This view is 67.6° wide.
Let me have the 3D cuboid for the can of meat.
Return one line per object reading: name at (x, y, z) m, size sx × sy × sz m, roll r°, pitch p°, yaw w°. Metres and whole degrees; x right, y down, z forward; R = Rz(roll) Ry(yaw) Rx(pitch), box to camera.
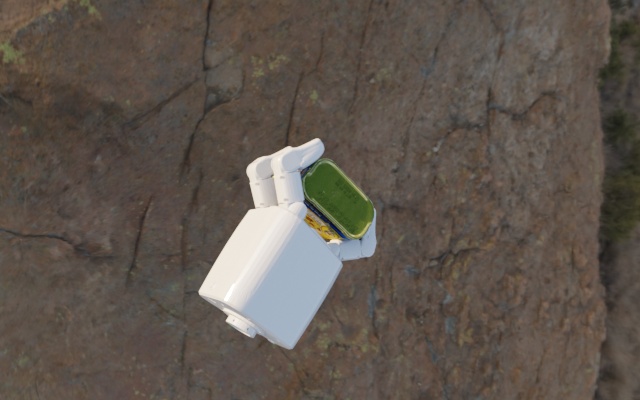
can of meat at (0.000, 0.002, 0.538) m, size 0.102 × 0.057 × 0.084 m, roll 43°, pitch -24°, yaw -22°
